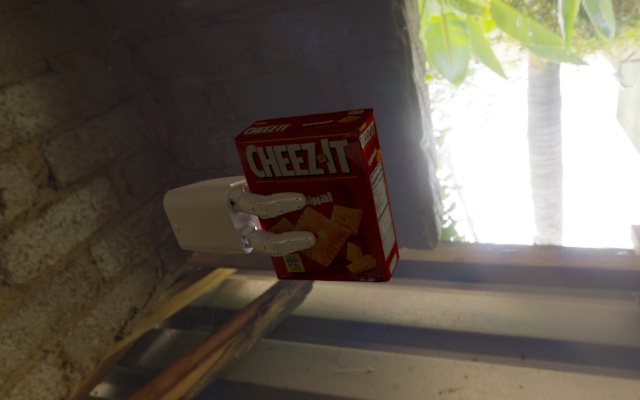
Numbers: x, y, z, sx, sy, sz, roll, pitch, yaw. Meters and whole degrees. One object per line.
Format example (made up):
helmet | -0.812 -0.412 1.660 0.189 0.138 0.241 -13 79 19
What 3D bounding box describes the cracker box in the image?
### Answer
cracker box | 0.000 0.002 0.610 0.164 0.214 0.072 -2 28 24
